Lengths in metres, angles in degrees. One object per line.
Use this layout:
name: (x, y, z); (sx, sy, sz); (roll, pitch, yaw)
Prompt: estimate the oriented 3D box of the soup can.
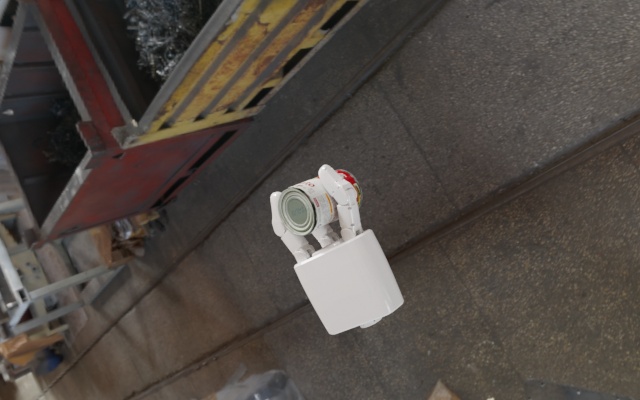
soup can: (0.000, 0.002, 0.649); (0.068, 0.068, 0.102); (0, 16, 42)
